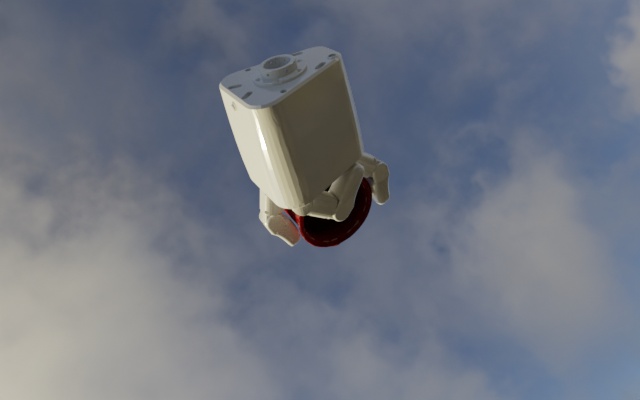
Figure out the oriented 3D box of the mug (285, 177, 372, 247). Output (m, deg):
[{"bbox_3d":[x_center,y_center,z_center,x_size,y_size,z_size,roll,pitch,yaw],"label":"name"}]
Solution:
[{"bbox_3d":[0.000,0.003,0.550,0.093,0.117,0.081,-29,41,-17],"label":"mug"}]
